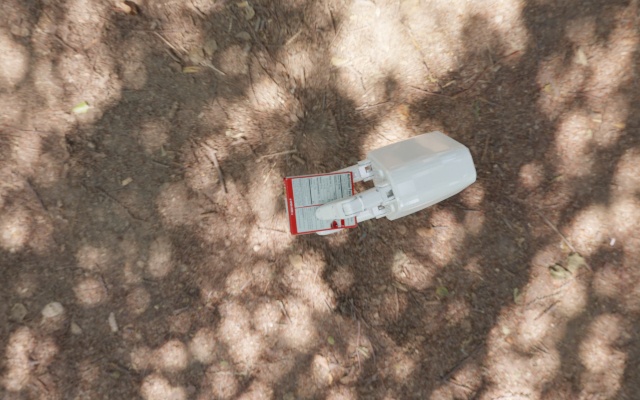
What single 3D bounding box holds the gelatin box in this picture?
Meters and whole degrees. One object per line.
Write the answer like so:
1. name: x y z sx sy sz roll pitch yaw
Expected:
1. gelatin box: 0.000 0.002 0.616 0.089 0.073 0.030 -7 7 -10
